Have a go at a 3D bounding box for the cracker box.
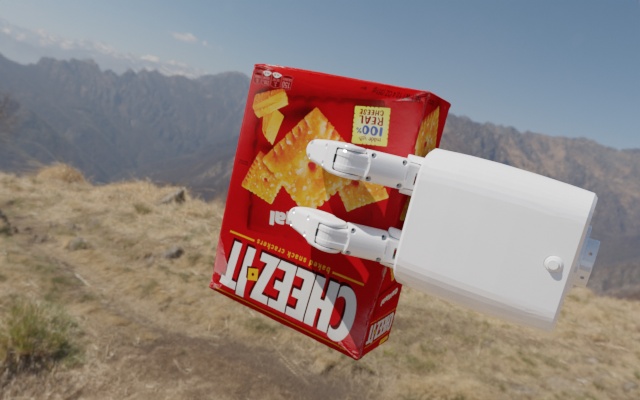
[{"bbox_3d":[0.000,0.001,0.414,0.164,0.214,0.072,18,10,28],"label":"cracker box"}]
